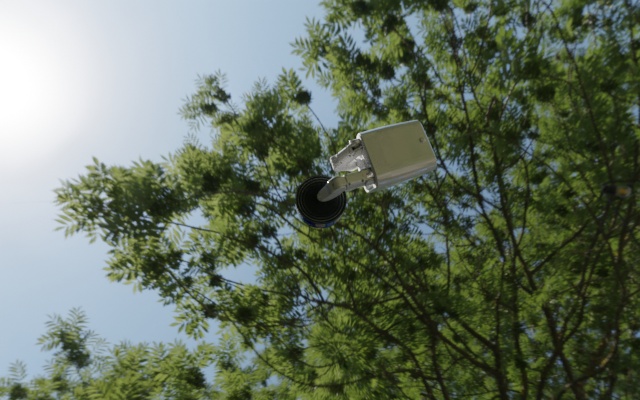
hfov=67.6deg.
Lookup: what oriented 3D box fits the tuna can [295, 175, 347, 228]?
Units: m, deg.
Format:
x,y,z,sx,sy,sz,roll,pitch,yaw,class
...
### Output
x,y,z,sx,sy,sz,roll,pitch,yaw,class
0.000,0.003,0.803,0.086,0.086,0.034,0,-19,-3,tuna can
